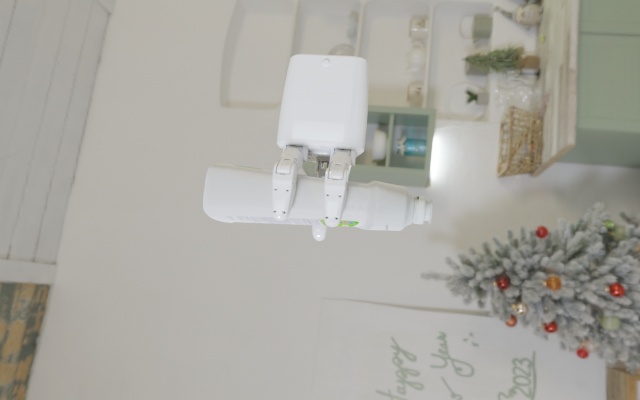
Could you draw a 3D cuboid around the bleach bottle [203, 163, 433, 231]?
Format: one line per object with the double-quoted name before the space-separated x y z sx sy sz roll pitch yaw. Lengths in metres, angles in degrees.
"bleach bottle" 0.000 0.002 0.554 0.251 0.068 0.102 5 -5 8
